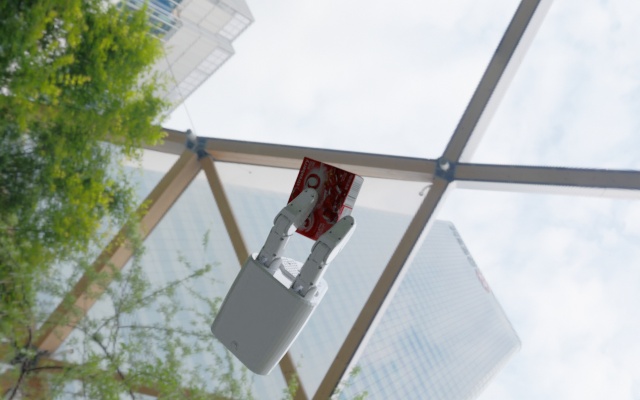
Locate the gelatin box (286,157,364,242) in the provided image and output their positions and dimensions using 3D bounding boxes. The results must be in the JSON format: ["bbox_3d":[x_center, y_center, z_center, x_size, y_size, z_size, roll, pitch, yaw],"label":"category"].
[{"bbox_3d":[0.000,0.002,0.559,0.073,0.089,0.030,22,0,30],"label":"gelatin box"}]
